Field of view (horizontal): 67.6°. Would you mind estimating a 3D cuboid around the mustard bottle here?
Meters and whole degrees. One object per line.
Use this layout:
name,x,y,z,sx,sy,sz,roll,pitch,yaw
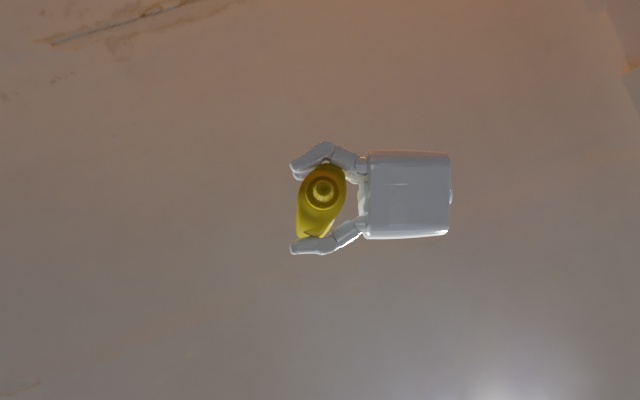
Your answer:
mustard bottle,0.000,0.002,0.631,0.058,0.096,0.192,23,-9,1
